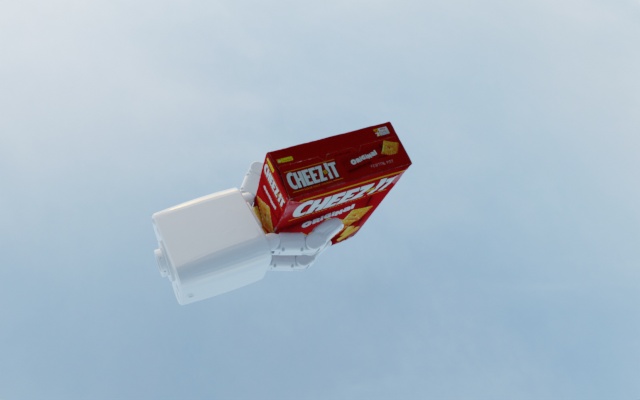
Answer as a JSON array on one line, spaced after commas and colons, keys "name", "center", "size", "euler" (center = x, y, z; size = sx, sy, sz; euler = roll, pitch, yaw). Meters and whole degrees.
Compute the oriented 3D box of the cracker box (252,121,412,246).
[{"name": "cracker box", "center": [0.000, 0.002, 0.619], "size": [0.164, 0.072, 0.214], "euler": [-18, -20, -24]}]
